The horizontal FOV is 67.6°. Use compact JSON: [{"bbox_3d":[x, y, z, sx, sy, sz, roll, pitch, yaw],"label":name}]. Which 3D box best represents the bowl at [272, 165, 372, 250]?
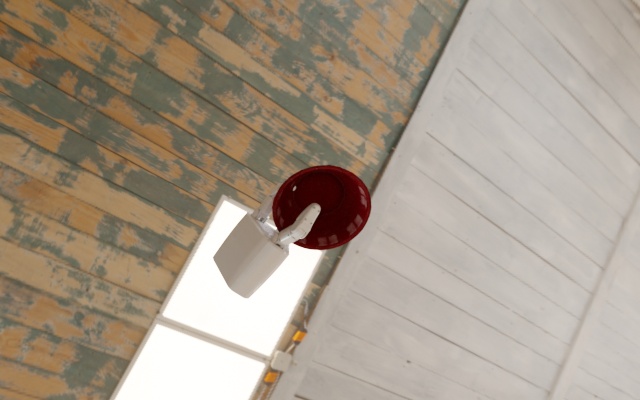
[{"bbox_3d":[0.001,0.002,0.792,0.162,0.162,0.055,0,31,-7],"label":"bowl"}]
